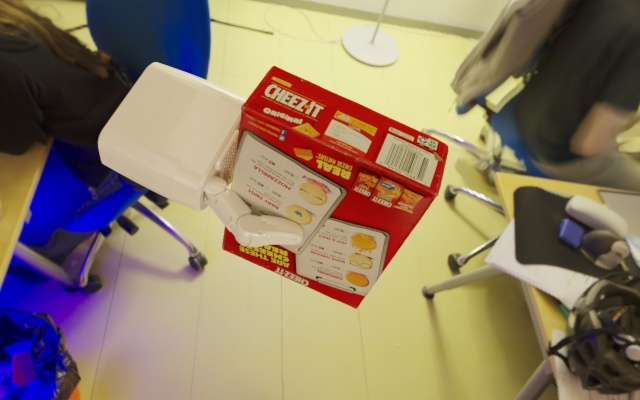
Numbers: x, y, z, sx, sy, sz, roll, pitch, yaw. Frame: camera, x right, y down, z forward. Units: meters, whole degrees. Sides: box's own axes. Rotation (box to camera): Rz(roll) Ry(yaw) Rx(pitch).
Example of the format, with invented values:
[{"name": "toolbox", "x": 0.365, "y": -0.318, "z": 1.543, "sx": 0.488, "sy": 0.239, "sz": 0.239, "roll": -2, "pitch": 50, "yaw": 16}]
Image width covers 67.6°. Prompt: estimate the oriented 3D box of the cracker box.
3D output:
[{"name": "cracker box", "x": 0.000, "y": 0.002, "z": 0.455, "sx": 0.164, "sy": 0.072, "sz": 0.214, "roll": 24, "pitch": -38, "yaw": 2}]
